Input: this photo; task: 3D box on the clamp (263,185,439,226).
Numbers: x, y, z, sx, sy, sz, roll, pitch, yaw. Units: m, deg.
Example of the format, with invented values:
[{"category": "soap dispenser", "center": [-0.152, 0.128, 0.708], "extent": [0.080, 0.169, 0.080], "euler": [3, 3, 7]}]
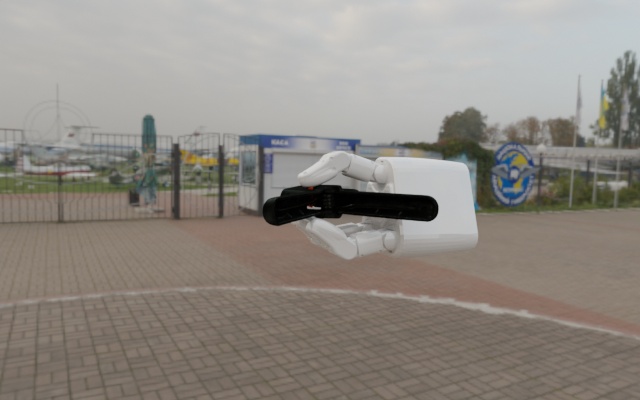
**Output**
[{"category": "clamp", "center": [0.000, 0.001, 0.510], "extent": [0.164, 0.036, 0.210], "euler": [0, 5, -21]}]
